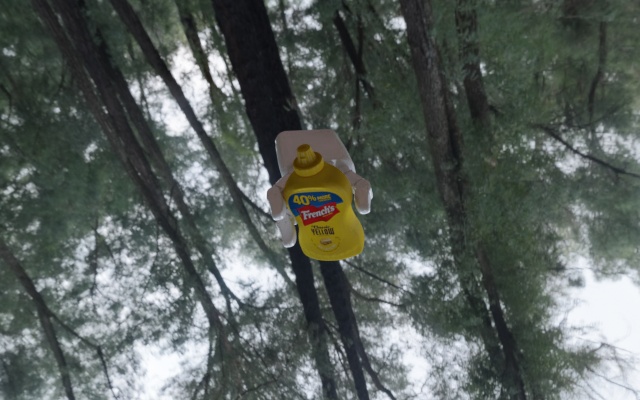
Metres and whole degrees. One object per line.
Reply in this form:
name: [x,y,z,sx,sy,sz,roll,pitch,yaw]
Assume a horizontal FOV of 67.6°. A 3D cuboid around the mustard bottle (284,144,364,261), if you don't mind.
mustard bottle: [0.000,0.003,0.679,0.096,0.192,0.058,-3,40,18]
